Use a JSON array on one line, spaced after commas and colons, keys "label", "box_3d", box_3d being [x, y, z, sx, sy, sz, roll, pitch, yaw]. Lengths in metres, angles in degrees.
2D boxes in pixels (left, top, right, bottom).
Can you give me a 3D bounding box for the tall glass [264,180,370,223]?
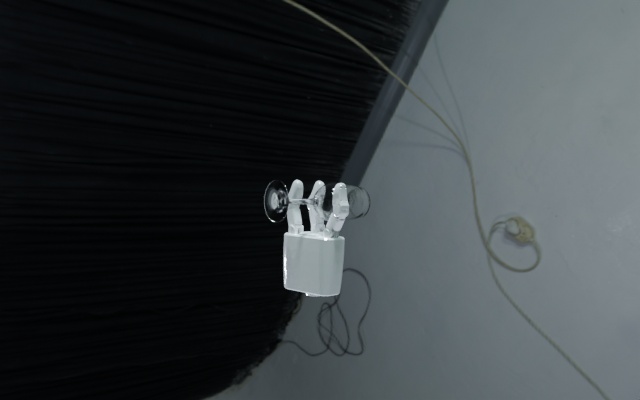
[{"label": "tall glass", "box_3d": [0.000, 0.003, 0.882, 0.201, 0.079, 0.079, 1, -1, -39]}]
